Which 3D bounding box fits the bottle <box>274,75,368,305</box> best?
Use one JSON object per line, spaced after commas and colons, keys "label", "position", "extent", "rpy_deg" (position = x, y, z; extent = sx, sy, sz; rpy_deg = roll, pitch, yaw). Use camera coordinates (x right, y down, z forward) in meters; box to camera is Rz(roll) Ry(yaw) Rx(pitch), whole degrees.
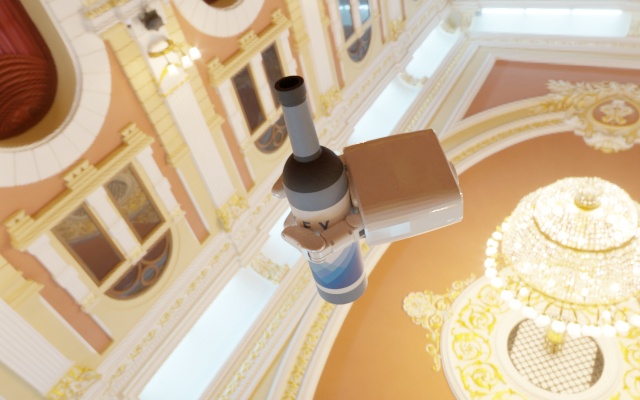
{"label": "bottle", "position": [0.000, 0.002, 0.521], "extent": [0.069, 0.296, 0.069], "rpy_deg": [-8, 42, 7]}
